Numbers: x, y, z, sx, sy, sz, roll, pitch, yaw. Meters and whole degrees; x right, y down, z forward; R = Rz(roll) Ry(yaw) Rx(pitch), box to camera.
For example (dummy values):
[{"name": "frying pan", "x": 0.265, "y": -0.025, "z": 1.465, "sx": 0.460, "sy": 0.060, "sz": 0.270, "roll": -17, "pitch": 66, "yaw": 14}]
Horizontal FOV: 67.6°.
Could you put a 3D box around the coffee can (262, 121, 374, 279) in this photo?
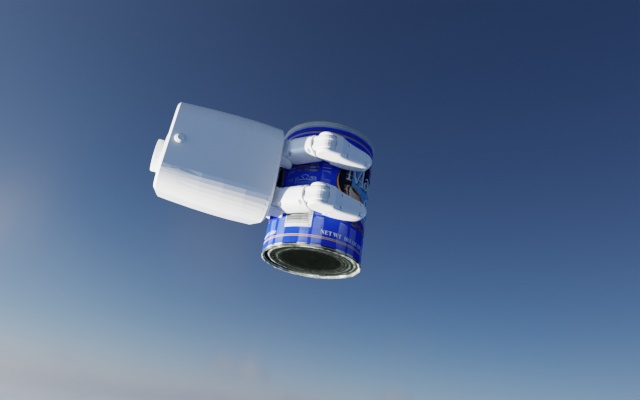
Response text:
[{"name": "coffee can", "x": 0.000, "y": 0.002, "z": 0.514, "sx": 0.103, "sy": 0.140, "sz": 0.103, "roll": 7, "pitch": -25, "yaw": 3}]
